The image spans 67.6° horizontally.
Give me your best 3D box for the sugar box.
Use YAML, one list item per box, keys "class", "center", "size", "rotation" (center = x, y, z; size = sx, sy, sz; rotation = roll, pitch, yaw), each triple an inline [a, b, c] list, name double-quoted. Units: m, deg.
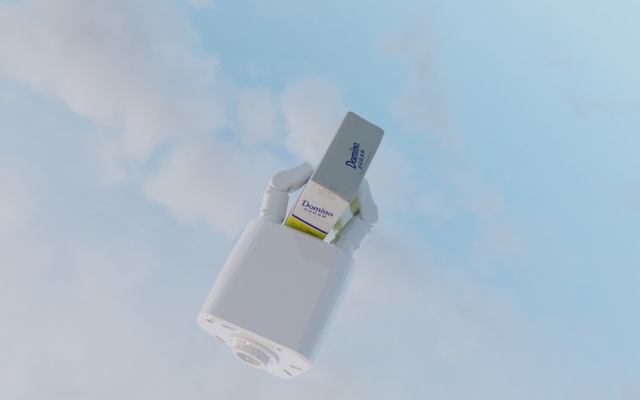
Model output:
- class: "sugar box"
  center: [0.000, 0.002, 0.483]
  size: [0.048, 0.093, 0.176]
  rotation: [30, -34, -4]
